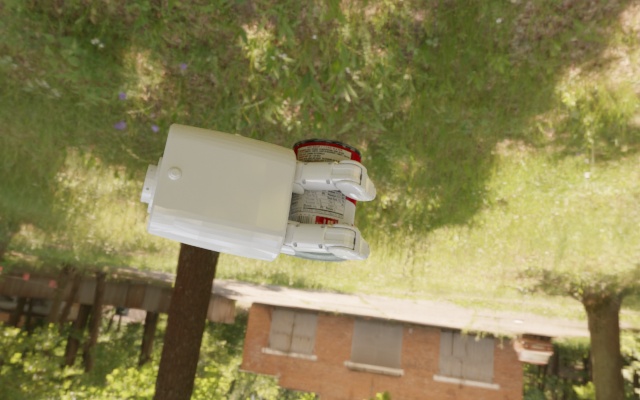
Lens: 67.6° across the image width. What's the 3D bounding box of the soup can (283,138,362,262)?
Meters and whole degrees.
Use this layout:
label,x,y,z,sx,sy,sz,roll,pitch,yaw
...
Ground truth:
label,x,y,z,sx,sy,sz,roll,pitch,yaw
soup can,0.000,0.002,0.451,0.068,0.102,0.068,7,-16,2
